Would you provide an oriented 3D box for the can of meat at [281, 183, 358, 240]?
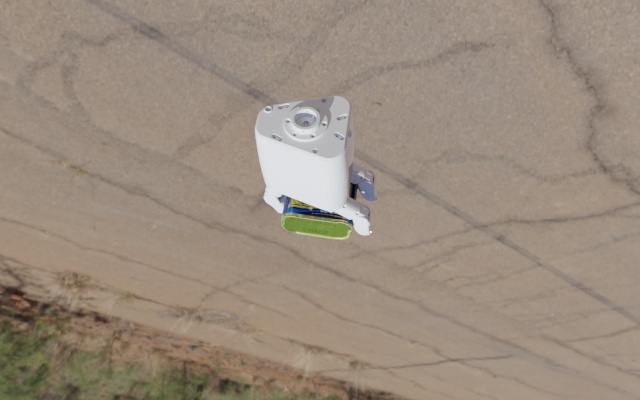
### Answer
[{"bbox_3d":[0.000,0.002,0.659,0.102,0.084,0.057,8,-30,3],"label":"can of meat"}]
